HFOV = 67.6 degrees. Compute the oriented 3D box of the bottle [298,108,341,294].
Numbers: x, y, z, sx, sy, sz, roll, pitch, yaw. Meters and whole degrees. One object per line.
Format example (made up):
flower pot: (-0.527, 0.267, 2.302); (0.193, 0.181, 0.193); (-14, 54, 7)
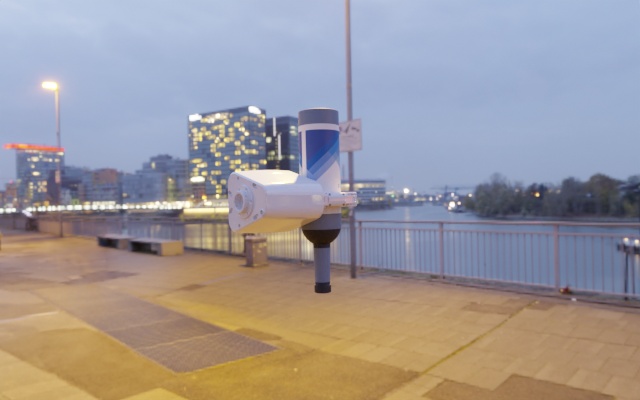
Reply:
bottle: (0.000, 0.002, 0.780); (0.069, 0.295, 0.069); (-1, 0, 0)
